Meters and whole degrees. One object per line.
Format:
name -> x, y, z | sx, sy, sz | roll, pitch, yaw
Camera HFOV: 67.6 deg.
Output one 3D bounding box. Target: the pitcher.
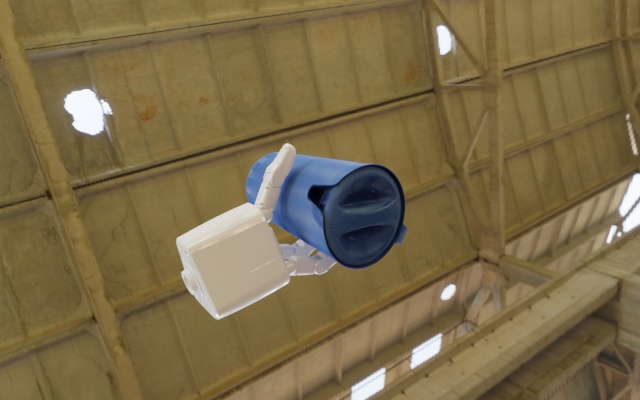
pitcher -> 0.000, 0.002, 0.686 | 0.145, 0.149, 0.242 | -29, 27, -26
